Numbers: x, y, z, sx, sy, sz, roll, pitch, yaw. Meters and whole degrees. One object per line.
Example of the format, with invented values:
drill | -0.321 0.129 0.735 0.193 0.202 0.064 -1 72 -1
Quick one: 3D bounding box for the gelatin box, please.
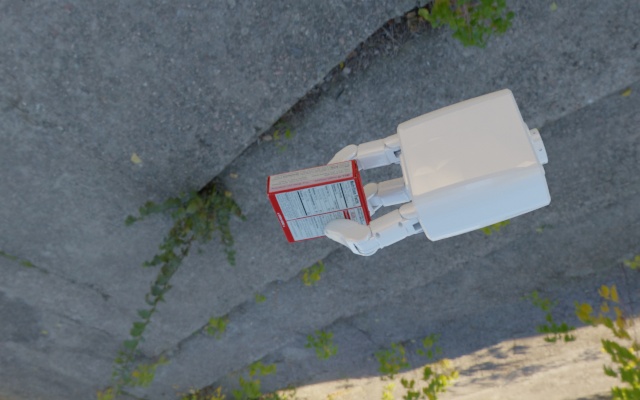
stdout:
gelatin box | 0.000 0.002 0.471 0.089 0.030 0.073 -11 -46 8
